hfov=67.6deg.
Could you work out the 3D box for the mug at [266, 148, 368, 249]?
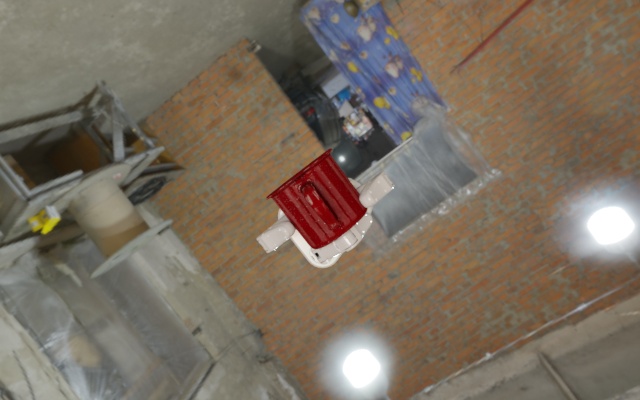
[{"bbox_3d":[0.000,0.002,0.529,0.093,0.081,0.117,-37,5,0],"label":"mug"}]
